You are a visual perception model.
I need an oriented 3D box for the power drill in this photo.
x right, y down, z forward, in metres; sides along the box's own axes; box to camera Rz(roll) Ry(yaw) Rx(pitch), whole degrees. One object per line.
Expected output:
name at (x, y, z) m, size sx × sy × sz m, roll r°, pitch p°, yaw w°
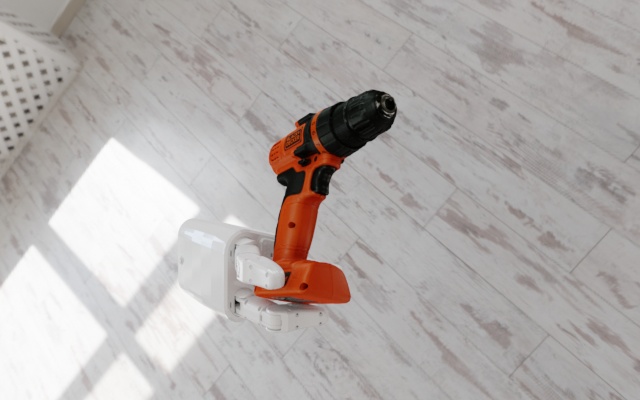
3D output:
power drill at (0.000, 0.002, 0.454) m, size 0.057 × 0.187 × 0.184 m, roll 19°, pitch -21°, yaw -28°
